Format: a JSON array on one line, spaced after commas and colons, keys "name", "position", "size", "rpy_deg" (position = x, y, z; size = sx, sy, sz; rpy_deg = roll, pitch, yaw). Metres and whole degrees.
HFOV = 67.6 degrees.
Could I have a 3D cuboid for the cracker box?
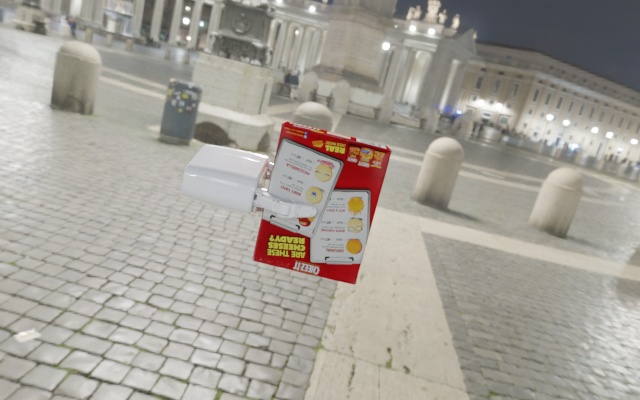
[{"name": "cracker box", "position": [0.000, 0.002, 0.729], "size": [0.164, 0.214, 0.072], "rpy_deg": [13, 14, -1]}]
